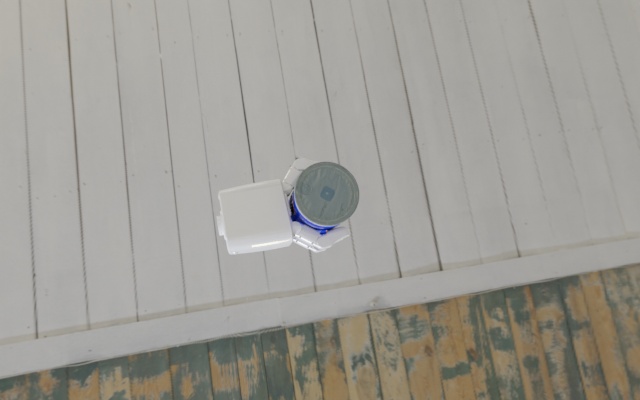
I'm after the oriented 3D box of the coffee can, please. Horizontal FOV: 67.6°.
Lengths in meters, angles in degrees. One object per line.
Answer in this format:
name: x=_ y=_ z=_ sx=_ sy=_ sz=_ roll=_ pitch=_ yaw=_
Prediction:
coffee can: x=0.000 y=0.003 z=0.806 sx=0.103 sy=0.102 sz=0.140 roll=0 pitch=-11 yaw=-9
